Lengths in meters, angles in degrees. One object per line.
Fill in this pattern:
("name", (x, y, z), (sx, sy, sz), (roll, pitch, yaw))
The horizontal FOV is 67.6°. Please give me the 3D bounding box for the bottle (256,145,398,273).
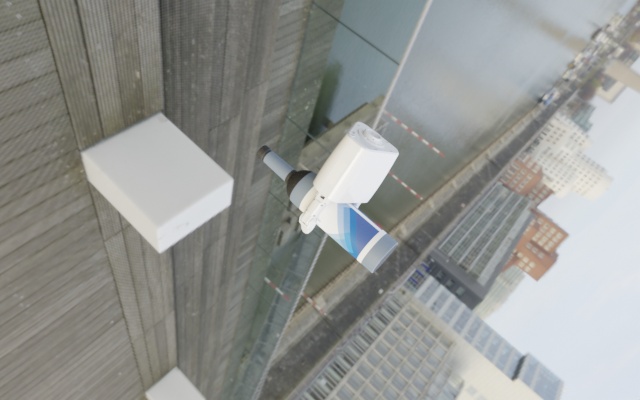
("bottle", (0.000, 0.003, 0.831), (0.295, 0.069, 0.069), (41, 12, 15))
